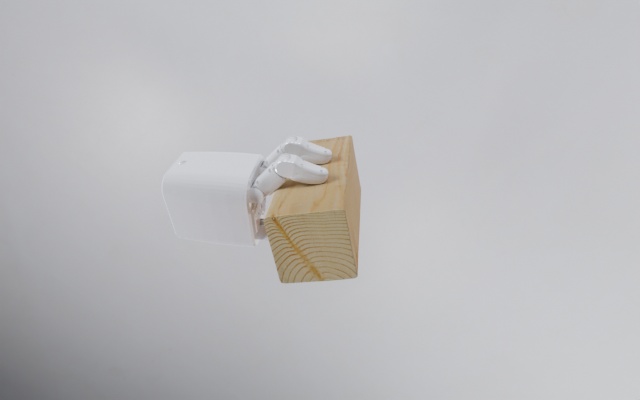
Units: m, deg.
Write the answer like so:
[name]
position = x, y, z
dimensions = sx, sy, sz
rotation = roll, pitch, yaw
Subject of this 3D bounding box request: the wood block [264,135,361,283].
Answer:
[wood block]
position = 0.000, 0.002, 0.600
dimensions = 0.090, 0.091, 0.206
rotation = -6, 29, 10
